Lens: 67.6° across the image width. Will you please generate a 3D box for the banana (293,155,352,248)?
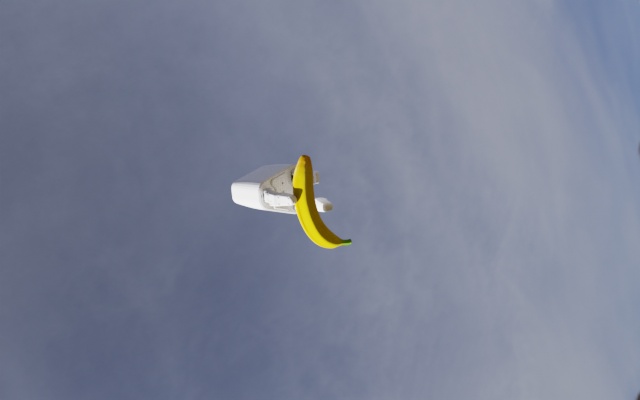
[{"bbox_3d":[-0.012,0.016,0.861,0.069,0.198,0.037,-39,27,-26],"label":"banana"}]
